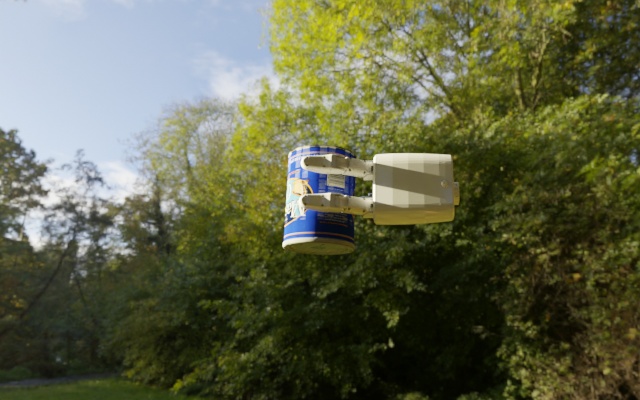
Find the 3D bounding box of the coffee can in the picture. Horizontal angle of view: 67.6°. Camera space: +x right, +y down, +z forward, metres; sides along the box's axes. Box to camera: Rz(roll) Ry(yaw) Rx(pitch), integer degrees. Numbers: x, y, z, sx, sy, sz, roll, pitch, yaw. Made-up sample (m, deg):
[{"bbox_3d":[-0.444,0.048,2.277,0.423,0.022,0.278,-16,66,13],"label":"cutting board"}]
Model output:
[{"bbox_3d":[0.000,0.002,0.699,0.103,0.140,0.103,2,-15,1],"label":"coffee can"}]
